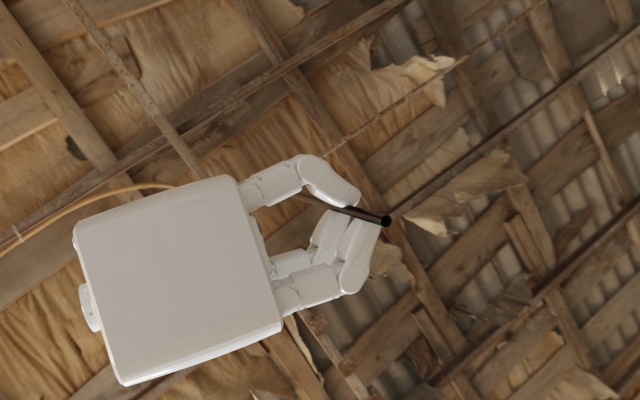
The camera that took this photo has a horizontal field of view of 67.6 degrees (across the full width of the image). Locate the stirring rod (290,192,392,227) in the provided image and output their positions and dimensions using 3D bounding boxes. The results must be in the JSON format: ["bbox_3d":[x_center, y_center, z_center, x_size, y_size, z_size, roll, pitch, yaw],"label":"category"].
[{"bbox_3d":[0.000,0.001,0.420,0.011,0.011,0.239,0,6,-21],"label":"stirring rod"}]
